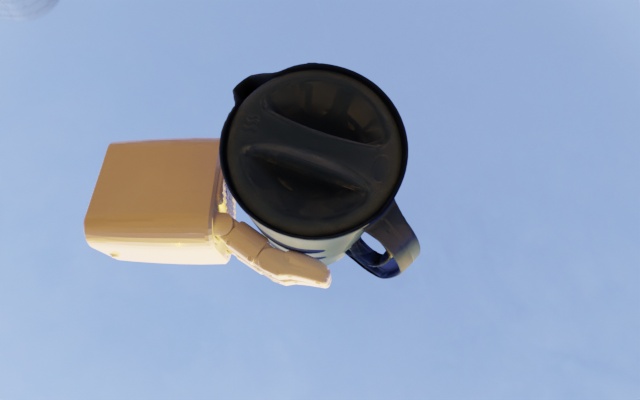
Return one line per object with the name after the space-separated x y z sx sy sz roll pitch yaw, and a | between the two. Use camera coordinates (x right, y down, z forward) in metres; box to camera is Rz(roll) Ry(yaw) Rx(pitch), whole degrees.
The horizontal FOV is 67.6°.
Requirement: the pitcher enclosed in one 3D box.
0.000 0.001 0.441 0.145 0.149 0.243 1 -16 -1 | pitcher
